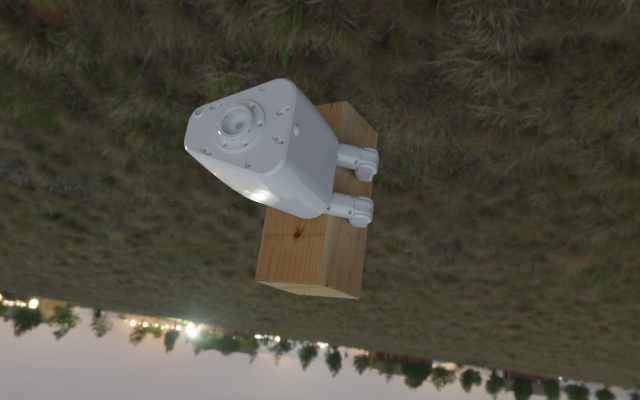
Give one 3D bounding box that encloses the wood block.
[{"bbox_3d":[0.000,0.002,0.557,0.091,0.206,0.090,-3,-20,32],"label":"wood block"}]
